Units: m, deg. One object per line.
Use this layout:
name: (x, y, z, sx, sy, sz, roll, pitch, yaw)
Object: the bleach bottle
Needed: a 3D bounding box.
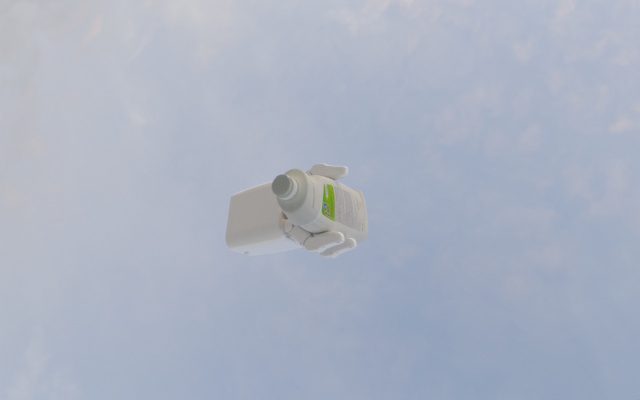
bleach bottle: (0.000, 0.002, 0.730, 0.068, 0.102, 0.251, -14, -20, 22)
